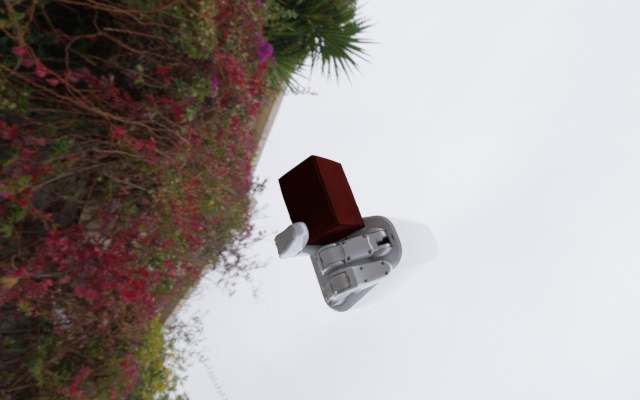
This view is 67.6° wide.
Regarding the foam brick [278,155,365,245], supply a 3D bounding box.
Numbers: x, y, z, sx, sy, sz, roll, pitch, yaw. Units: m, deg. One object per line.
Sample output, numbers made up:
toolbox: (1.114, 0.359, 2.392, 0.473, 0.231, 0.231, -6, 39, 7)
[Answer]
foam brick: (0.000, 0.001, 0.492, 0.053, 0.078, 0.051, -30, -21, 31)
